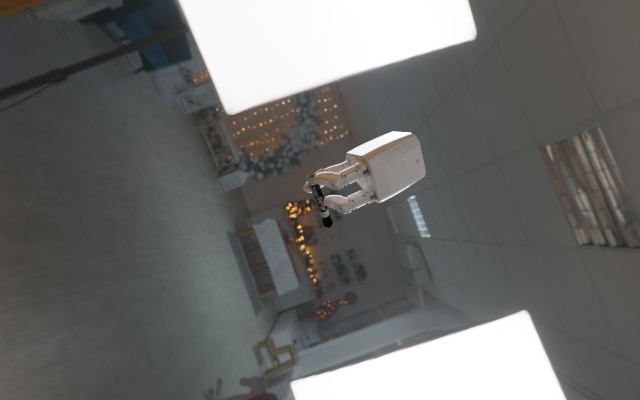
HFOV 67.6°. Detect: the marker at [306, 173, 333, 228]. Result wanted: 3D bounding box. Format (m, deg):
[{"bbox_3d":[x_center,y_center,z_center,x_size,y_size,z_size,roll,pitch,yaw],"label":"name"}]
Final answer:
[{"bbox_3d":[0.000,0.003,0.891,0.020,0.121,0.020,-14,34,9],"label":"marker"}]
